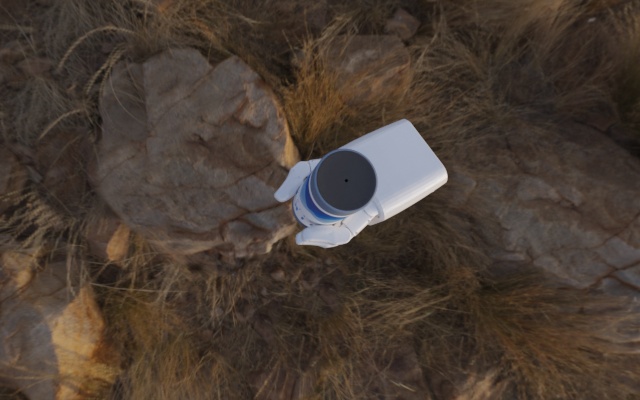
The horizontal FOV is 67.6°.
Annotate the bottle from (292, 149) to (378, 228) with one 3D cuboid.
[{"bbox_3d":[0.000,0.002,0.621,0.069,0.069,0.296,0,-9,-10],"label":"bottle"}]
